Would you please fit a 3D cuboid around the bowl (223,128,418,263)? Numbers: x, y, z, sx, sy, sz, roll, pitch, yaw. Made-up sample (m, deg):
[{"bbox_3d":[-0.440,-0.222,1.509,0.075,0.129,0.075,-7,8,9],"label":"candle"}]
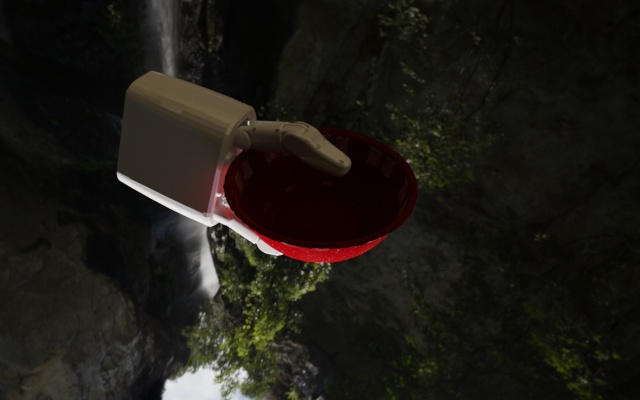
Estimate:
[{"bbox_3d":[0.001,0.002,0.415,0.162,0.055,0.162,1,40,-1],"label":"bowl"}]
